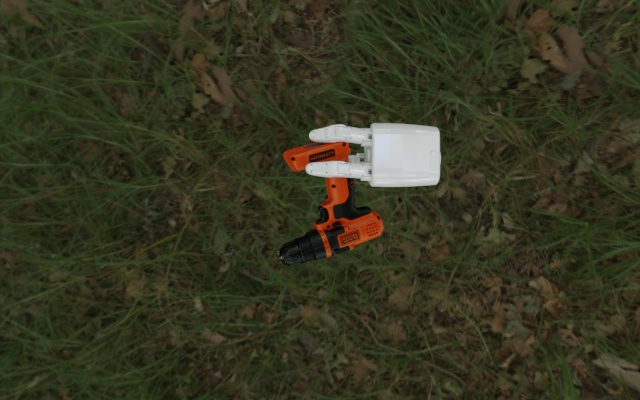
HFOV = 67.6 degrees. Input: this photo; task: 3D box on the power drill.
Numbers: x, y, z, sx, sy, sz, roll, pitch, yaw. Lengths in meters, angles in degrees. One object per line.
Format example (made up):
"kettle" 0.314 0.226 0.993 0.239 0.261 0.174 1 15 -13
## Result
"power drill" 0.000 0.002 0.776 0.184 0.188 0.057 -19 19 -13
